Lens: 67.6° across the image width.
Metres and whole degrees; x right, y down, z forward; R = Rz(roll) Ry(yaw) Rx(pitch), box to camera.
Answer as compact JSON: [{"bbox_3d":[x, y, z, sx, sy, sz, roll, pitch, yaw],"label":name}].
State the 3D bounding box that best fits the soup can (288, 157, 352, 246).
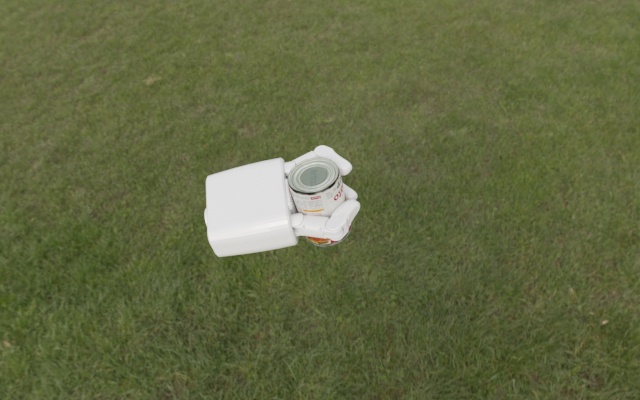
[{"bbox_3d":[0.001,0.002,0.624,0.068,0.068,0.102,0,-44,15],"label":"soup can"}]
